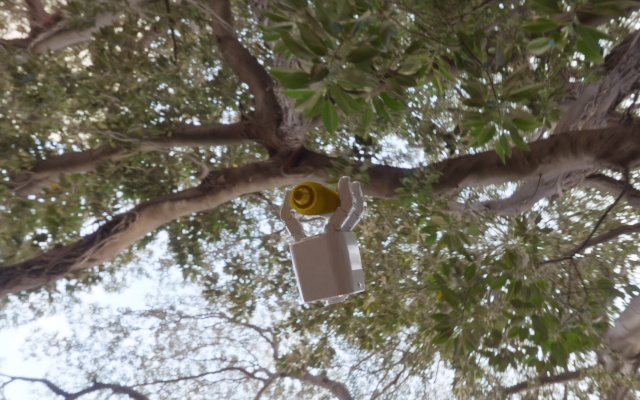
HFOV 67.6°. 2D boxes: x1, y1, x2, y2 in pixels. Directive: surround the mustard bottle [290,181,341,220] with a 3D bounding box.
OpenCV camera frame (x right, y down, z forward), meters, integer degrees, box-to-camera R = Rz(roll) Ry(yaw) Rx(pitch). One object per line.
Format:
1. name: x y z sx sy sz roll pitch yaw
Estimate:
1. mustard bottle: 0.000 0.002 0.843 0.096 0.058 0.191 9 -2 23
